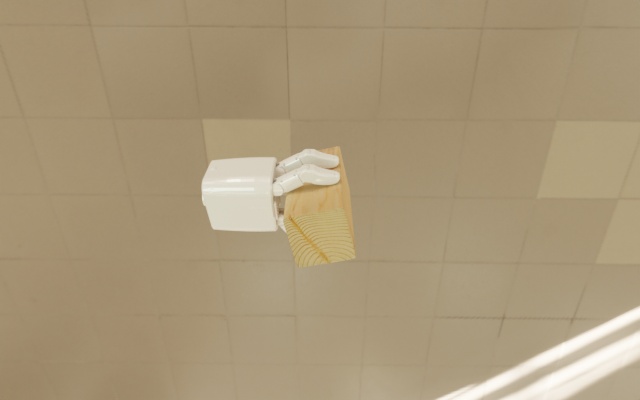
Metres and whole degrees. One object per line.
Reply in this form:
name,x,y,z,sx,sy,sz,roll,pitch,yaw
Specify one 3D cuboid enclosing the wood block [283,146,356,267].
wood block,0.000,0.003,0.762,0.090,0.091,0.206,-10,30,7
